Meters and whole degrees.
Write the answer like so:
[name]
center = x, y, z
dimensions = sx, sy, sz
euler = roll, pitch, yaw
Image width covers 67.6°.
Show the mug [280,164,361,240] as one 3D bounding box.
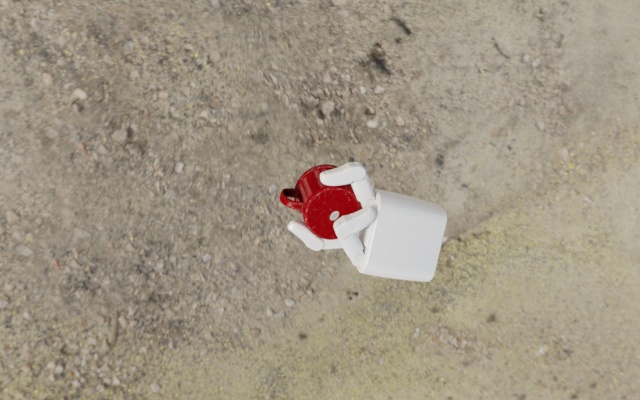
[mug]
center = -0.001, 0.002, 0.680
dimensions = 0.117, 0.093, 0.081
euler = 10, 20, -13
